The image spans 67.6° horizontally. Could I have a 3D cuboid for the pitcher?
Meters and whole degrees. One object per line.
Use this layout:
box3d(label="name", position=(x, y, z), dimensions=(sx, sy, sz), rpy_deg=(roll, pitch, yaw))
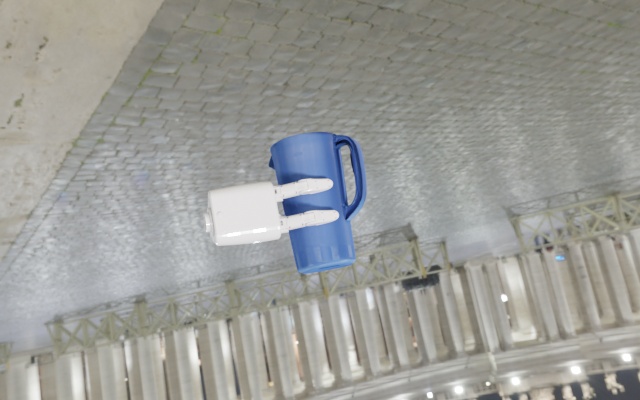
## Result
box3d(label="pitcher", position=(0.000, 0.003, 0.870), dimensions=(0.145, 0.242, 0.149), rpy_deg=(-7, -11, -20))
